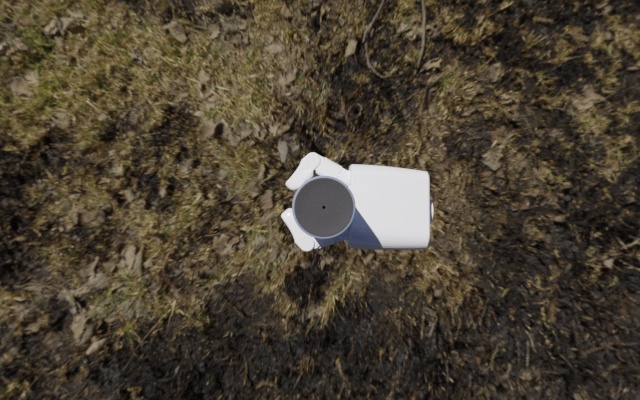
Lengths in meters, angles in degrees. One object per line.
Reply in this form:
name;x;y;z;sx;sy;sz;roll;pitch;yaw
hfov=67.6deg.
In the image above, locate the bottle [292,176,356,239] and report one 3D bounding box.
bottle;0.000;0.002;0.642;0.069;0.069;0.295;0;2;-1
